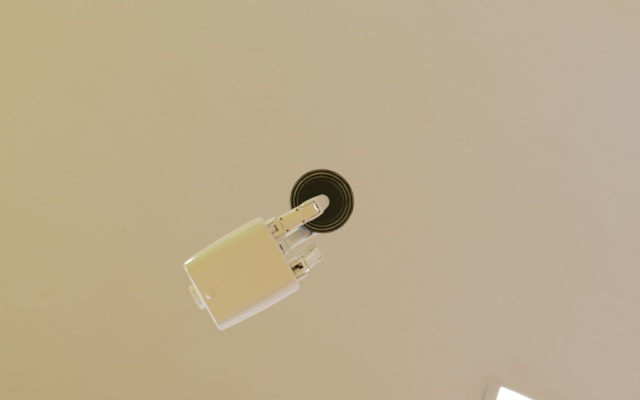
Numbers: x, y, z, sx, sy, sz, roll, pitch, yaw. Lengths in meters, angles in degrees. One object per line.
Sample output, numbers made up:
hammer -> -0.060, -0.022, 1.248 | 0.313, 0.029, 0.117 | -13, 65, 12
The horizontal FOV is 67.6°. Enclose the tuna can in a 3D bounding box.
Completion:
tuna can -> 0.000, 0.002, 0.644 | 0.086, 0.086, 0.034 | 0, -5, -9
